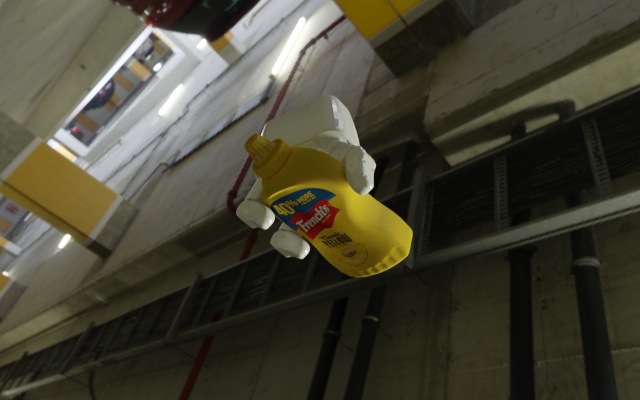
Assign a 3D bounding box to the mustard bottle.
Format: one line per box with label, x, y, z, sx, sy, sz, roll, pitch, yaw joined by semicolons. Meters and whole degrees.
mustard bottle;0.000;0.002;0.478;0.096;0.058;0.192;-22;-55;42
